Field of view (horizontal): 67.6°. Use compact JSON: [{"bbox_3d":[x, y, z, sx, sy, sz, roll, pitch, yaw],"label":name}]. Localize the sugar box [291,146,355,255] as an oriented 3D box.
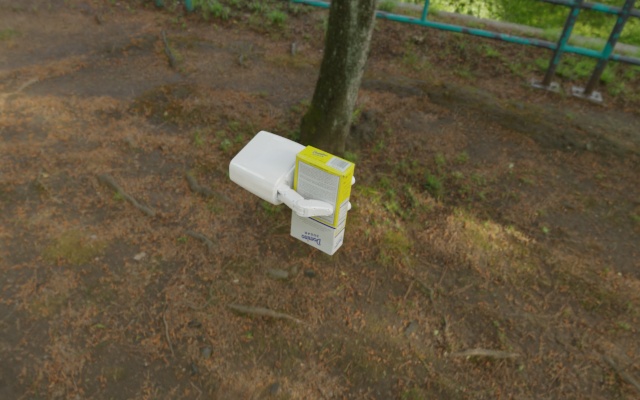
[{"bbox_3d":[0.000,0.002,0.825,0.093,0.176,0.048,25,43,22],"label":"sugar box"}]
